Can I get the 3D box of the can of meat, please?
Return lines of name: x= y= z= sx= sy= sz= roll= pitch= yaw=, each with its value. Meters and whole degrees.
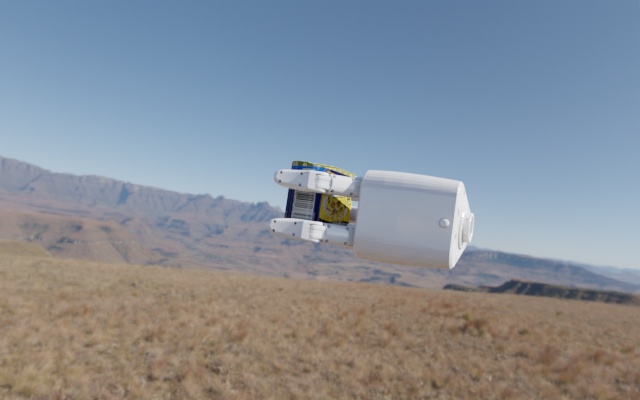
can of meat: x=0.000 y=0.002 z=0.581 sx=0.057 sy=0.084 sz=0.102 roll=7 pitch=-3 yaw=29
